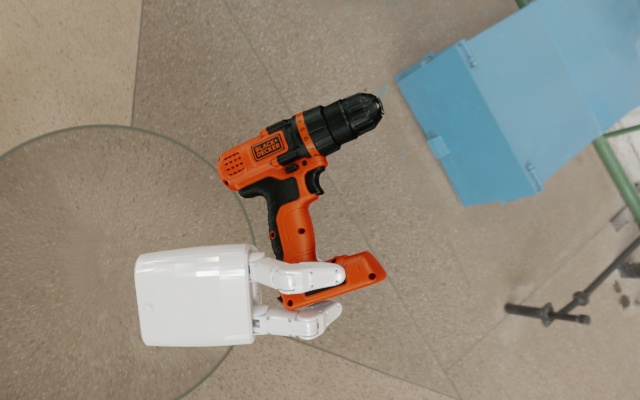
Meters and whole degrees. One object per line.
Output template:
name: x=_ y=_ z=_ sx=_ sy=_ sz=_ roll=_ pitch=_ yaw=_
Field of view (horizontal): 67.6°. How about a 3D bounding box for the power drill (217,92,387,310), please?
power drill: x=0.000 y=0.002 z=0.480 sx=0.184 sy=0.187 sz=0.057 roll=-22 pitch=-12 yaw=16
